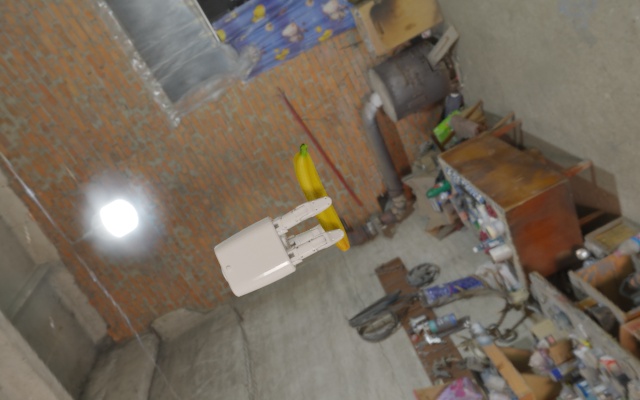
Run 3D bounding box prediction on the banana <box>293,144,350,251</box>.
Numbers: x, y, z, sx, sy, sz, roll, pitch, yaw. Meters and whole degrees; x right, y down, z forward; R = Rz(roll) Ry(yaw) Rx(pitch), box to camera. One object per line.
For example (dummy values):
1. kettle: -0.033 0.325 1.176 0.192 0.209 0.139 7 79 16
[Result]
1. banana: -0.004 -0.004 0.820 0.037 0.198 0.069 -26 14 -3
